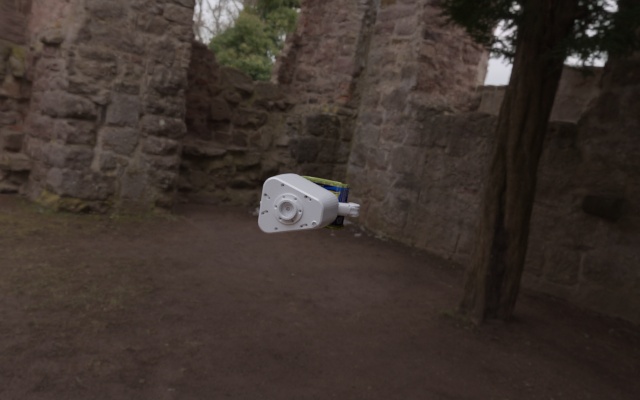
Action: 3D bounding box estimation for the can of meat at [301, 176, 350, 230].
[{"bbox_3d":[0.000,0.003,0.900,0.102,0.084,0.057,11,7,16],"label":"can of meat"}]
